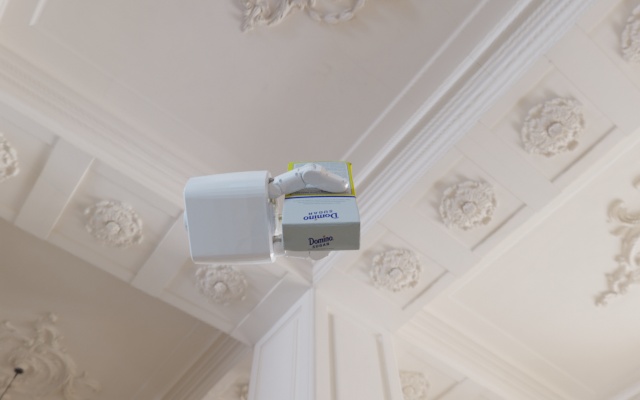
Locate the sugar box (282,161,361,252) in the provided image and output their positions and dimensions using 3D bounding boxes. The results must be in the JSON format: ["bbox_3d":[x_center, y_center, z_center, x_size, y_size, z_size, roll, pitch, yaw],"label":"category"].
[{"bbox_3d":[0.000,0.002,0.625,0.093,0.048,0.176,-1,30,1],"label":"sugar box"}]
